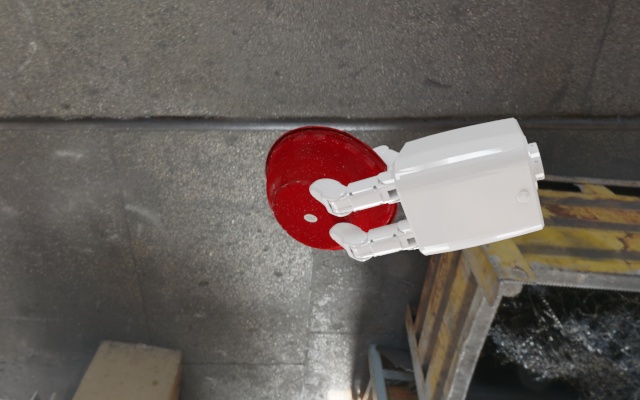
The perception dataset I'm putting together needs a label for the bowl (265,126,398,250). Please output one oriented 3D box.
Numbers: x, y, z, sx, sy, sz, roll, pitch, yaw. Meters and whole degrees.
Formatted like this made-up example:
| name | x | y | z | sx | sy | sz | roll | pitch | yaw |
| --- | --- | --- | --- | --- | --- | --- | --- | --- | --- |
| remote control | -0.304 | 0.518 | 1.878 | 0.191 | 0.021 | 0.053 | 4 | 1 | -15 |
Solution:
| name | x | y | z | sx | sy | sz | roll | pitch | yaw |
| --- | --- | --- | --- | --- | --- | --- | --- | --- | --- |
| bowl | -0.001 | 0.002 | 0.524 | 0.162 | 0.162 | 0.055 | 0 | 36 | 28 |
